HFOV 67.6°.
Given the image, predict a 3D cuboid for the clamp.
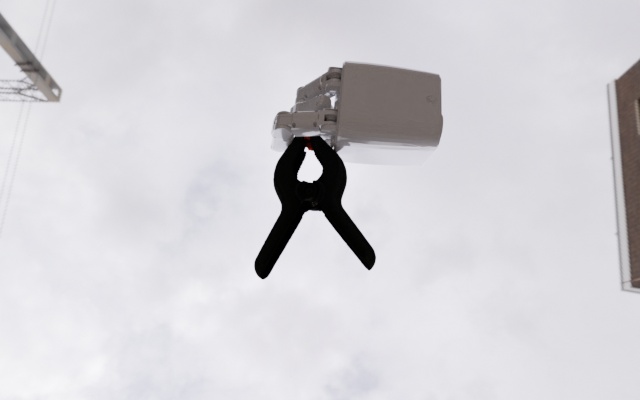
[{"bbox_3d":[0.000,0.002,0.499,0.120,0.171,0.039,5,-20,2],"label":"clamp"}]
